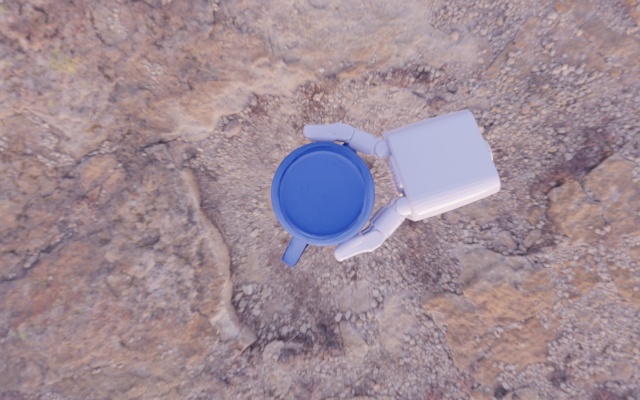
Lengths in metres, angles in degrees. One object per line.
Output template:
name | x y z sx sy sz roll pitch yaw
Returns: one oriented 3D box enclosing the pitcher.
pitcher | 0.000 0.002 0.600 0.145 0.149 0.243 -16 0 2
